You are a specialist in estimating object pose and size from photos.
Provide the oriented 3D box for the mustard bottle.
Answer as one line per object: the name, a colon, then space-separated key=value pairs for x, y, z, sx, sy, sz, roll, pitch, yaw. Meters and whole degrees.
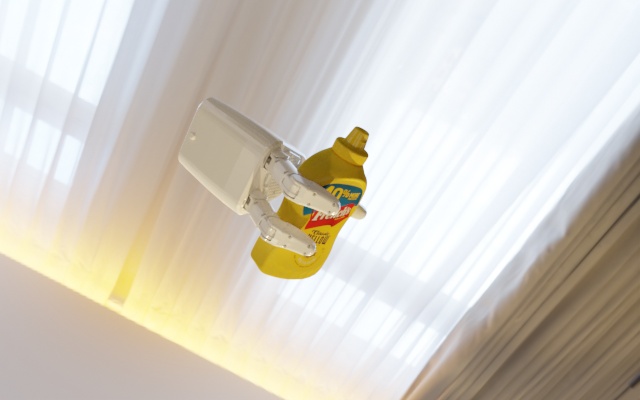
mustard bottle: x=0.000 y=0.002 z=0.542 sx=0.096 sy=0.192 sz=0.058 roll=9 pitch=29 yaw=-42
